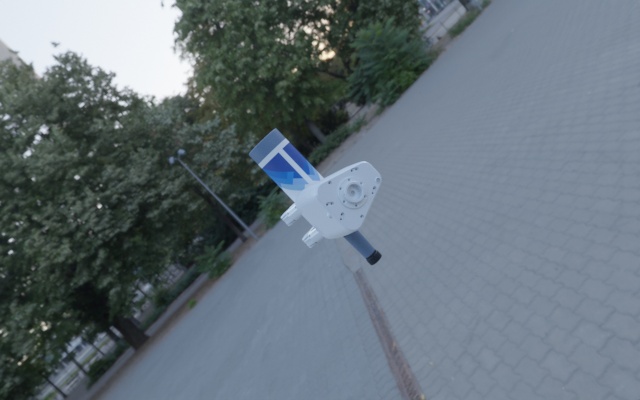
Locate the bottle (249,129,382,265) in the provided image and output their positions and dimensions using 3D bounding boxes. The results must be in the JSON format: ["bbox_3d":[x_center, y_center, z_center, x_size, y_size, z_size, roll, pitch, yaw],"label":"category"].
[{"bbox_3d":[0.000,0.003,0.847,0.069,0.296,0.069,-43,7,6],"label":"bottle"}]
